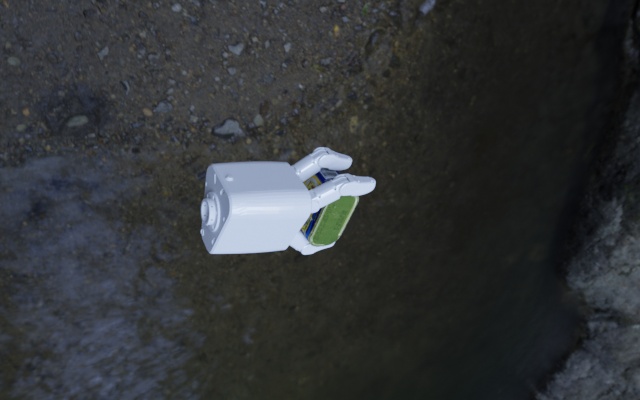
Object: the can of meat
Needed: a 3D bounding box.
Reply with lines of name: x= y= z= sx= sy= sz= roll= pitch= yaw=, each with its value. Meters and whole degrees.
can of meat: x=0.000 y=0.002 z=0.673 sx=0.057 sy=0.102 sz=0.084 roll=2 pitch=35 yaw=-35
